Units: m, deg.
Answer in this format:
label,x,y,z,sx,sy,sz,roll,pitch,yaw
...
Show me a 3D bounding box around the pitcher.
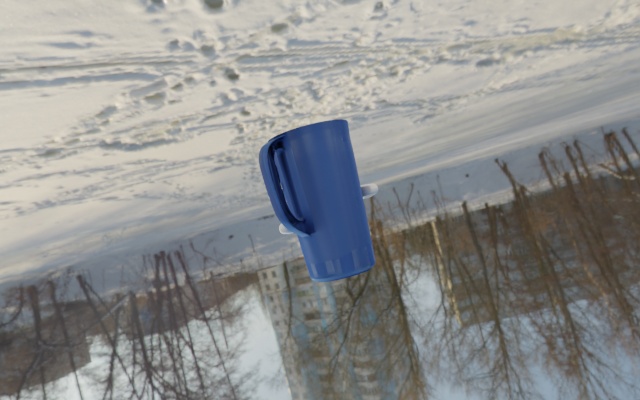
label,x,y,z,sx,sy,sz,roll,pitch,yaw
pitcher,0.000,0.002,0.757,0.149,0.243,0.145,-14,-1,-1
